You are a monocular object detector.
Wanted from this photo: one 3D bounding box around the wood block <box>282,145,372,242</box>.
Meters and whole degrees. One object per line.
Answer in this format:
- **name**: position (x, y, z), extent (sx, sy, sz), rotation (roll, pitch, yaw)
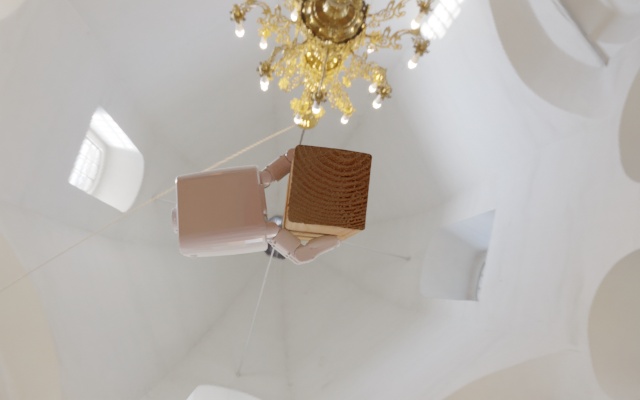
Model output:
- **wood block**: position (0.000, 0.002, 0.629), extent (0.090, 0.091, 0.206), rotation (7, -10, -5)
